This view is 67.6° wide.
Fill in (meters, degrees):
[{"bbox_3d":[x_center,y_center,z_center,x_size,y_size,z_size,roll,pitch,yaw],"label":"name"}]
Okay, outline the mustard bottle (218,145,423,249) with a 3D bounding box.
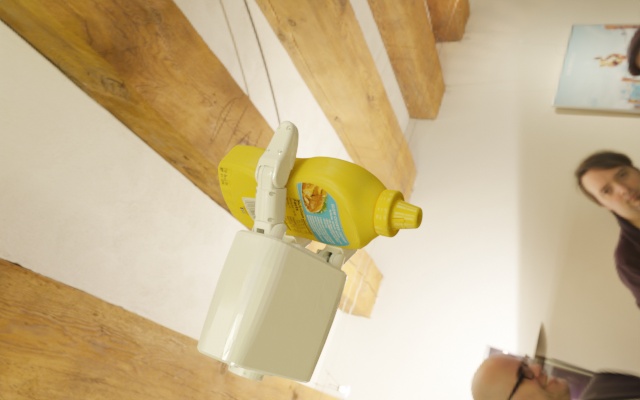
[{"bbox_3d":[0.000,0.001,0.442,0.191,0.096,0.058,10,47,30],"label":"mustard bottle"}]
